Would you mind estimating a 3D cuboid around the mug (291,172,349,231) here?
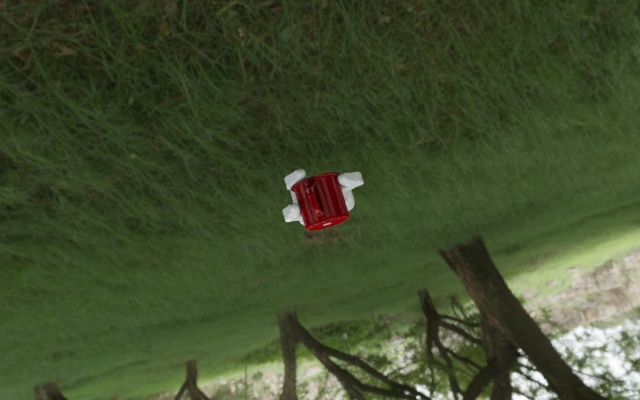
[{"bbox_3d":[0.000,0.003,0.837,0.093,0.081,0.117,-18,-12,8],"label":"mug"}]
